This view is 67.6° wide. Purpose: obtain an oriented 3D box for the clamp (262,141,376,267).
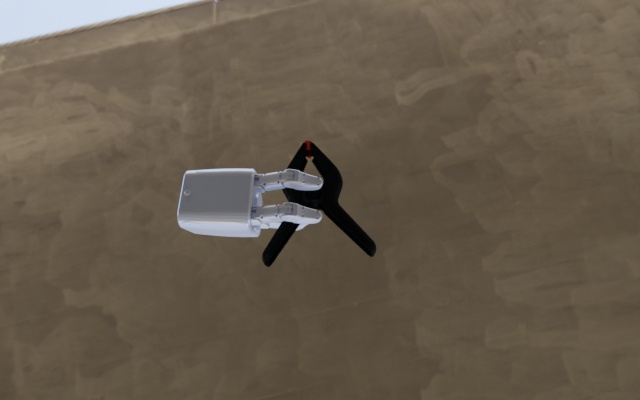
[{"bbox_3d":[0.000,0.002,0.730,0.164,0.209,0.036,1,-28,0],"label":"clamp"}]
